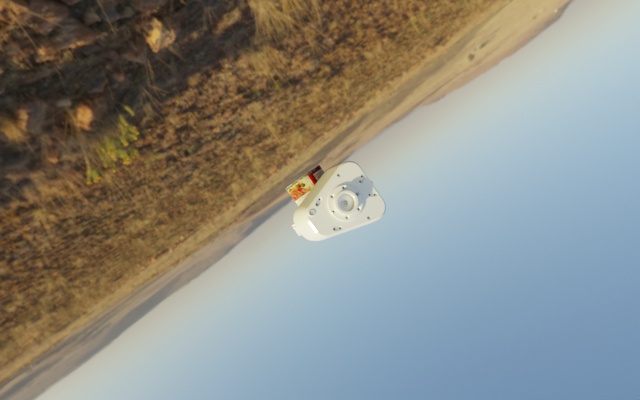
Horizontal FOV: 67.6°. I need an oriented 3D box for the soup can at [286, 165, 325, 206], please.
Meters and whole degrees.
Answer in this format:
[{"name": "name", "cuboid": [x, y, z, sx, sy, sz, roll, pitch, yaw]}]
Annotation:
[{"name": "soup can", "cuboid": [0.000, 0.003, 0.777, 0.068, 0.102, 0.068, -35, 2, 1]}]
